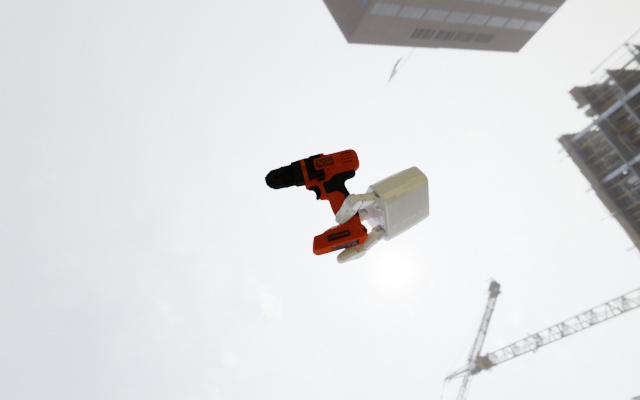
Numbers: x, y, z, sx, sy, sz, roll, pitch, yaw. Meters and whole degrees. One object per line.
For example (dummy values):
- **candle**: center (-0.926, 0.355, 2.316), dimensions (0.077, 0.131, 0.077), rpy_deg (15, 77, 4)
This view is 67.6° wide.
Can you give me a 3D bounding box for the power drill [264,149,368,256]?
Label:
- **power drill**: center (0.001, 0.003, 0.889), dimensions (0.184, 0.187, 0.057), rpy_deg (-15, -18, 1)
